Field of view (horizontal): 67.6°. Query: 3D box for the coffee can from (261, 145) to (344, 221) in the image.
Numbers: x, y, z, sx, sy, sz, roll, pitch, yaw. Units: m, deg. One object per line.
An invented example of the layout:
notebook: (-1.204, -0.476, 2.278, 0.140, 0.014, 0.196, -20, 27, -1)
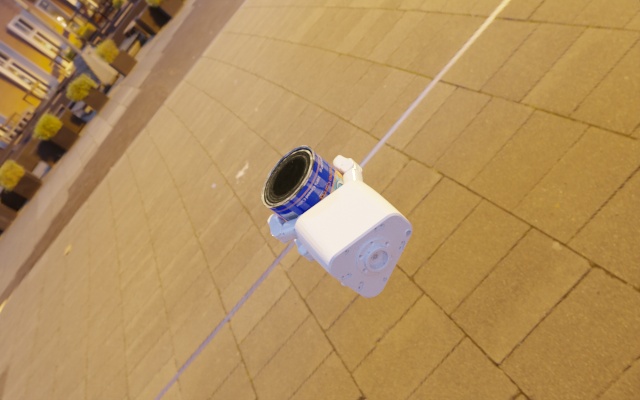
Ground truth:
coffee can: (0.000, 0.002, 0.692, 0.140, 0.102, 0.103, 38, -22, -32)
